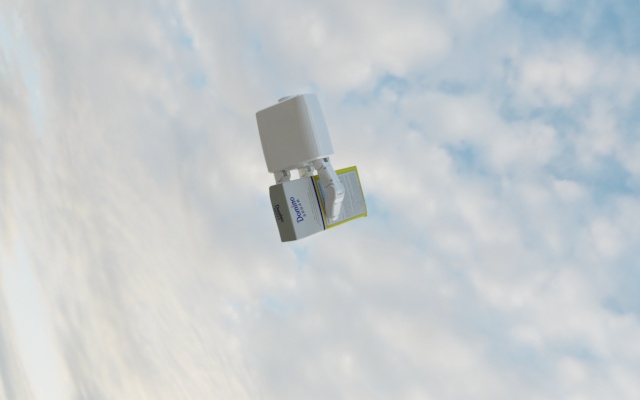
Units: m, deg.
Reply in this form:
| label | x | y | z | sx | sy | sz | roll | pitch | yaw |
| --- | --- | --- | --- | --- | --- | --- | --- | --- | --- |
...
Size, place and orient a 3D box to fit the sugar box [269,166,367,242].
| label | x | y | z | sx | sy | sz | roll | pitch | yaw |
| --- | --- | --- | --- | --- | --- | --- | --- | --- | --- |
| sugar box | 0.000 | 0.003 | 0.791 | 0.176 | 0.093 | 0.048 | -15 | 2 | -42 |
